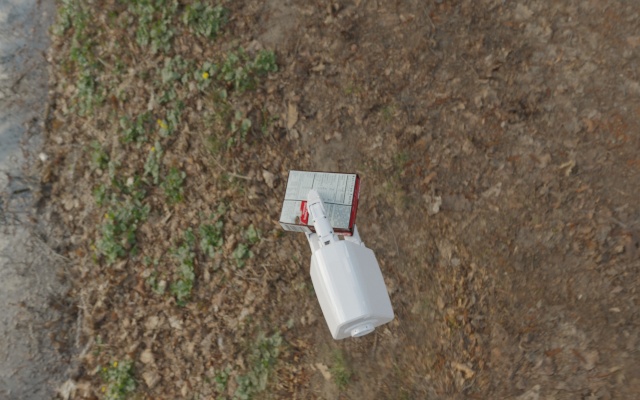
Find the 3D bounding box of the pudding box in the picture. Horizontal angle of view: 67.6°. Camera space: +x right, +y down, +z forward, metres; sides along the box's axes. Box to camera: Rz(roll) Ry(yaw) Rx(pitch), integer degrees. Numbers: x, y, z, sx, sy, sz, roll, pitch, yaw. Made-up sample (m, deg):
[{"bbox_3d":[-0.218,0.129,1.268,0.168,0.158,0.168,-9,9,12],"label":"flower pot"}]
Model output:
[{"bbox_3d":[0.000,0.002,0.718,0.113,0.090,0.039,5,-19,15],"label":"pudding box"}]
